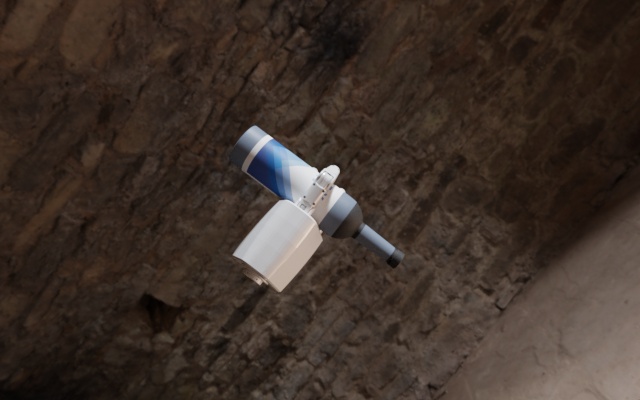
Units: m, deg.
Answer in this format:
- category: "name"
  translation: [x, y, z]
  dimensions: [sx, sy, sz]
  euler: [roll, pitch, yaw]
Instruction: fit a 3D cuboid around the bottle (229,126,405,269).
- category: "bottle"
  translation: [0.000, 0.002, 0.716]
  dimensions: [0.295, 0.069, 0.069]
  euler: [37, 2, 2]
